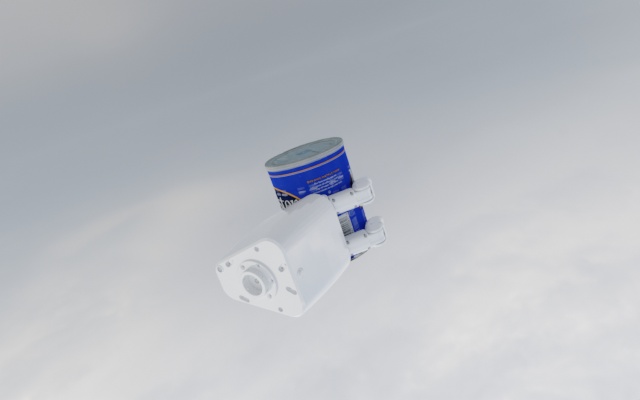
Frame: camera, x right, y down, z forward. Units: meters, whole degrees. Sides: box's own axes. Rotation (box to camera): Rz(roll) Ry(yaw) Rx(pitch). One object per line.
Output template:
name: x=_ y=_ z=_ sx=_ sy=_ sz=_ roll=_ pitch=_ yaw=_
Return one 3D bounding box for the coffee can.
coffee can: x=0.000 y=0.002 z=0.612 sx=0.103 sy=0.140 sz=0.102 roll=-17 pitch=16 yaw=5
